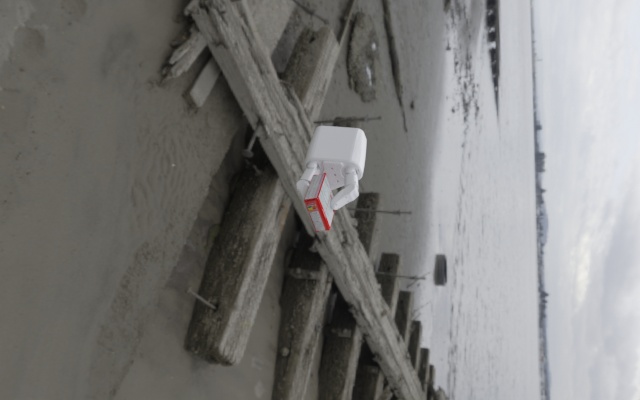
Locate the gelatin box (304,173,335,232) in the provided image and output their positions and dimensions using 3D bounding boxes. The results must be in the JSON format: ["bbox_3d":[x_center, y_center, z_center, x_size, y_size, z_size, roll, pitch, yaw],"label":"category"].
[{"bbox_3d":[0.001,0.003,0.884,0.030,0.073,0.089,-9,32,18],"label":"gelatin box"}]
